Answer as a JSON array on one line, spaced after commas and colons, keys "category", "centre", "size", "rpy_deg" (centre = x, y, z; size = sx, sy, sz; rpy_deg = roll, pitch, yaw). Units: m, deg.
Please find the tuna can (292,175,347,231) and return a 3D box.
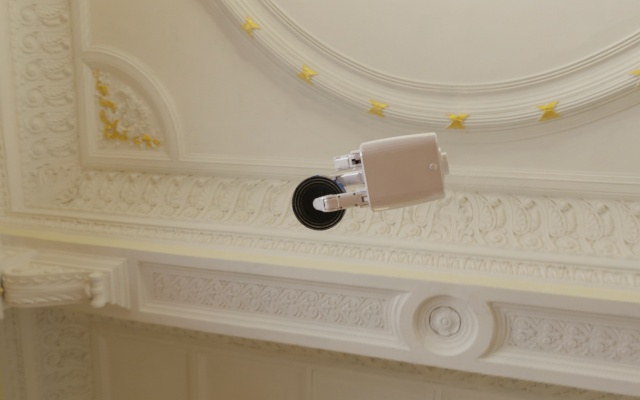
[{"category": "tuna can", "centre": [0.000, 0.002, 0.750], "size": [0.086, 0.086, 0.033], "rpy_deg": [0, 8, 10]}]
